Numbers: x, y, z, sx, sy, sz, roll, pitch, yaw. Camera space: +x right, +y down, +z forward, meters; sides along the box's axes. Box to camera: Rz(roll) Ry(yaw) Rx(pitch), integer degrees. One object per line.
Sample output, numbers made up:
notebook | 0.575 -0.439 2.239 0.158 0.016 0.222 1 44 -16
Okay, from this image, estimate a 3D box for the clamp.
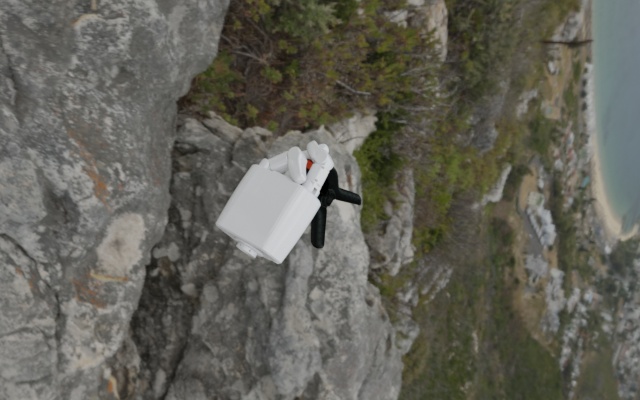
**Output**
clamp | 0.001 0.003 0.774 0.039 0.120 0.171 20 -18 40
